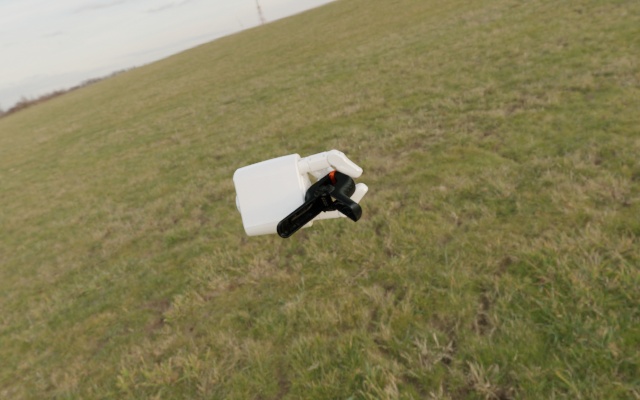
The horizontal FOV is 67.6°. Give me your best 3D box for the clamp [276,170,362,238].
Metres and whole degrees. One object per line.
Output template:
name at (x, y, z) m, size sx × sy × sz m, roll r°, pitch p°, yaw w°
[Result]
clamp at (0.000, 0.002, 0.694) m, size 0.120 × 0.039 × 0.171 m, roll -12°, pitch 19°, yaw 8°
